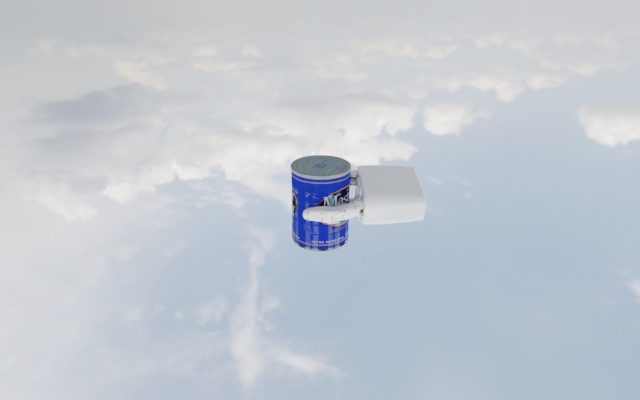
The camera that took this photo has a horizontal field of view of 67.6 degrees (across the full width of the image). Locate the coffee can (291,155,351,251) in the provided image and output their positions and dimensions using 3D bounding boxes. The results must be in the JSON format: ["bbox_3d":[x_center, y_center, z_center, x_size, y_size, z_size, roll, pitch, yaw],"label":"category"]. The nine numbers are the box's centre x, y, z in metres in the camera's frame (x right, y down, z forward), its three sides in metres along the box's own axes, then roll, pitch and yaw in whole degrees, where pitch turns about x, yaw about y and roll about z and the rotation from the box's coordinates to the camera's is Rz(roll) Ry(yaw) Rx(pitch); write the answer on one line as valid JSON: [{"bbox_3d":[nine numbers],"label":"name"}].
[{"bbox_3d":[0.000,0.003,0.837,0.103,0.140,0.102,0,25,0],"label":"coffee can"}]
